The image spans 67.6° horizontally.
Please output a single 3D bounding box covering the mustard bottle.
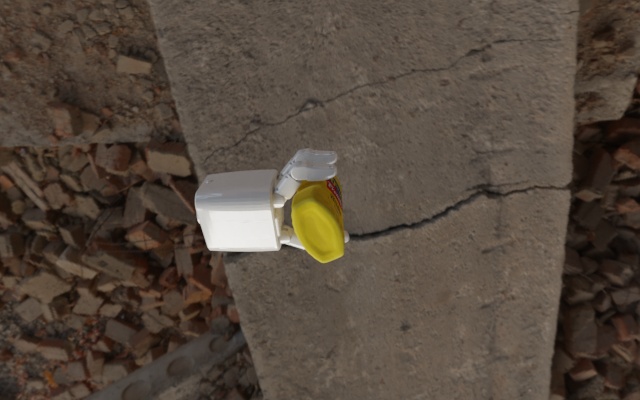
[{"bbox_3d":[0.000,0.002,0.686,0.058,0.096,0.191,-25,21,12],"label":"mustard bottle"}]
